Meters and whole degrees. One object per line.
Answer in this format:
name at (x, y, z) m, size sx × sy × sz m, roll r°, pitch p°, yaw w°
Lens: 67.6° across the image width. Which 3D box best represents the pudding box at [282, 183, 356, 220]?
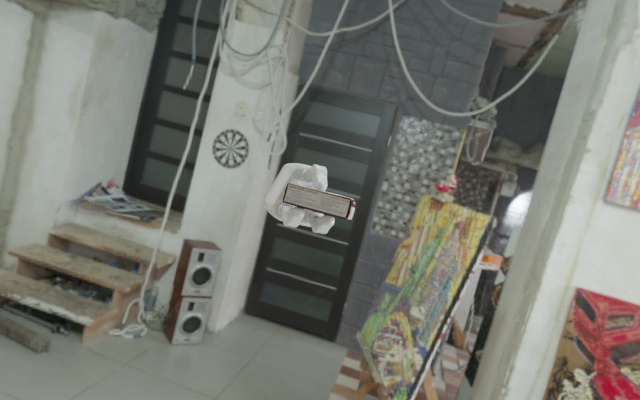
pudding box at (0.000, 0.002, 0.808) m, size 0.113 × 0.039 × 0.090 m, roll 13°, pitch 1°, yaw 9°
